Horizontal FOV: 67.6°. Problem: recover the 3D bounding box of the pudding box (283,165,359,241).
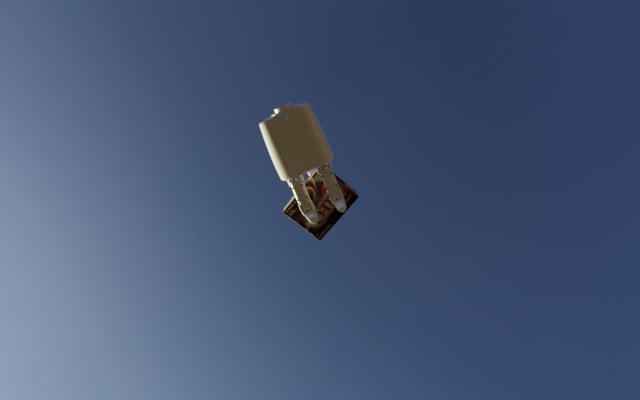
[{"bbox_3d":[0.000,0.003,0.876,0.090,0.113,0.039,38,14,-11],"label":"pudding box"}]
